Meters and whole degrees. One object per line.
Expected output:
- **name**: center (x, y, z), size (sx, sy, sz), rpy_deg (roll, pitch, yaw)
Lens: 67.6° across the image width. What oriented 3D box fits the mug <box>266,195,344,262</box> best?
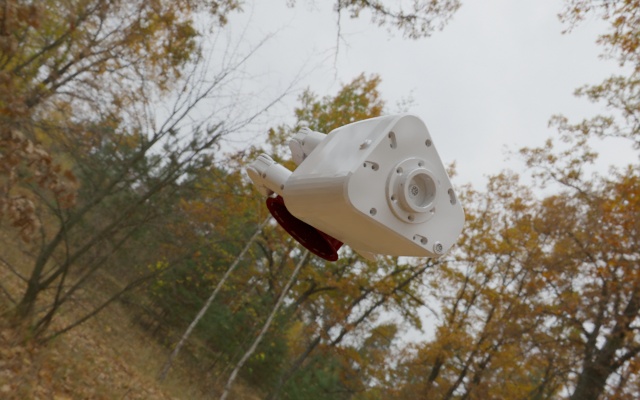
- **mug**: center (0.000, 0.002, 0.499), size (0.093, 0.081, 0.117), rpy_deg (48, -19, -19)
